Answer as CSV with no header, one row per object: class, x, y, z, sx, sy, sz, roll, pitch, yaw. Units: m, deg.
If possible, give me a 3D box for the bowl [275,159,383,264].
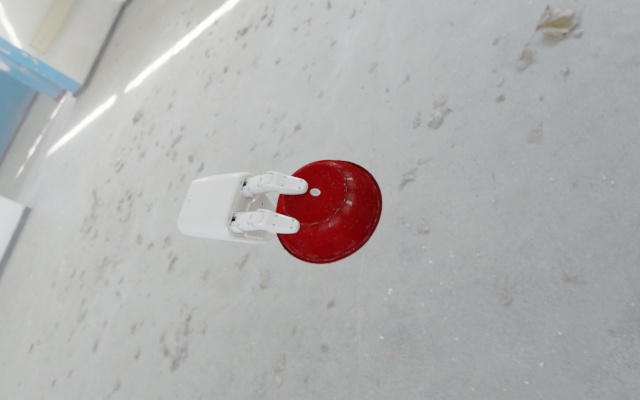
bowl,0.001,0.002,0.652,0.162,0.162,0.055,0,-26,22
